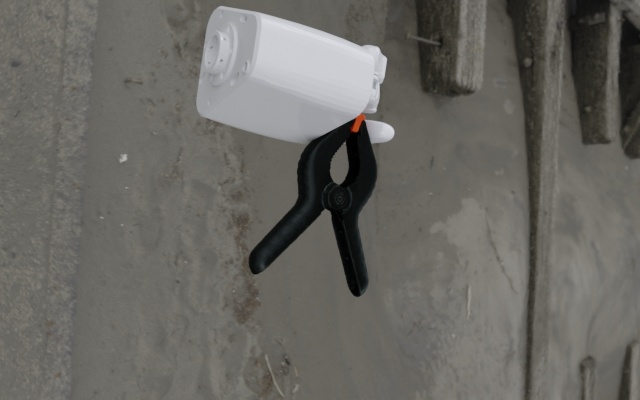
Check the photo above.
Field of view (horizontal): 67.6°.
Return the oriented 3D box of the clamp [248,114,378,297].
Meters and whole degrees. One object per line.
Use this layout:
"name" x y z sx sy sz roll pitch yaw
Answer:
"clamp" 0.000 0.001 0.437 0.120 0.171 0.039 8 -3 -32
